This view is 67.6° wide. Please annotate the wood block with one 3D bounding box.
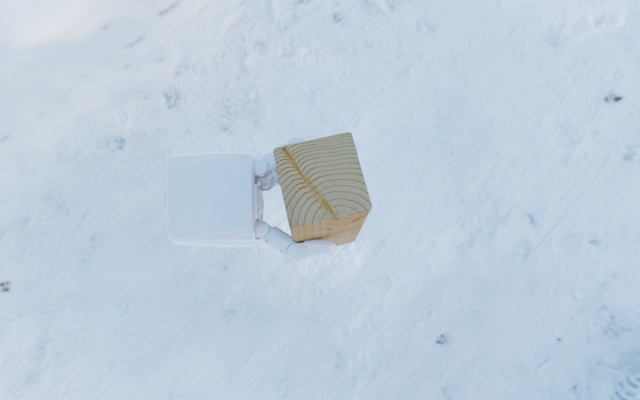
[{"bbox_3d":[0.000,0.002,0.600,0.090,0.090,0.206,-12,-13,-4],"label":"wood block"}]
